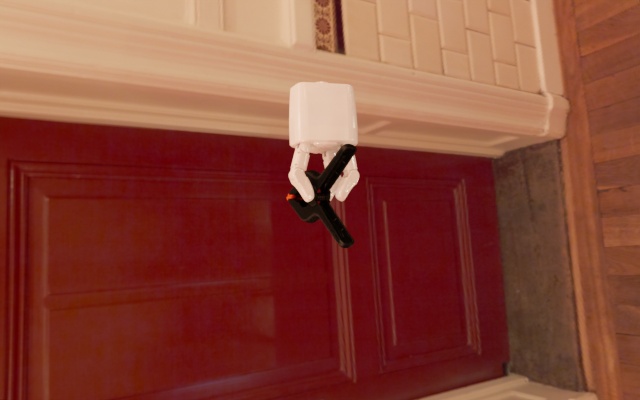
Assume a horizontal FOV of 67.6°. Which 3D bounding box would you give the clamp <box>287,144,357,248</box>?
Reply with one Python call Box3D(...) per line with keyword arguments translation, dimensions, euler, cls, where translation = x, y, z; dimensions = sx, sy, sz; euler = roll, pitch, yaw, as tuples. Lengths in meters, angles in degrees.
Box3D(translation=(-0.001, 0.002, 0.827), dimensions=(0.036, 0.164, 0.210), euler=(3, -9, -30), cls="clamp")
